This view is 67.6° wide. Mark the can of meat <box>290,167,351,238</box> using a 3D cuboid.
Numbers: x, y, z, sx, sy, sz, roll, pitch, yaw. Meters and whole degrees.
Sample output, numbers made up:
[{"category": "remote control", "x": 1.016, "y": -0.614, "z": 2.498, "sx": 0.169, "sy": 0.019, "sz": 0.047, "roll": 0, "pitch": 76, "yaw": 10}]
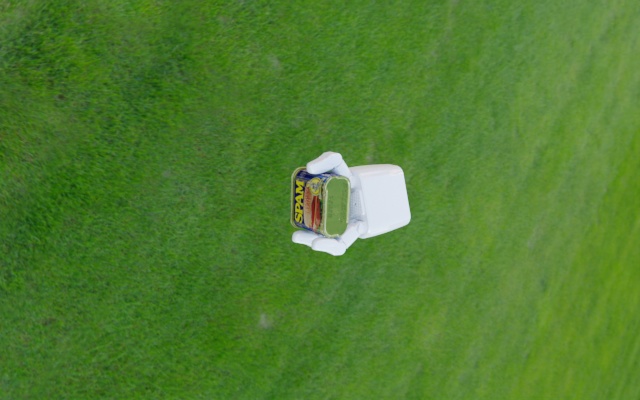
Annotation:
[{"category": "can of meat", "x": 0.000, "y": 0.002, "z": 0.753, "sx": 0.057, "sy": 0.102, "sz": 0.084, "roll": -8, "pitch": 16, "yaw": -39}]
